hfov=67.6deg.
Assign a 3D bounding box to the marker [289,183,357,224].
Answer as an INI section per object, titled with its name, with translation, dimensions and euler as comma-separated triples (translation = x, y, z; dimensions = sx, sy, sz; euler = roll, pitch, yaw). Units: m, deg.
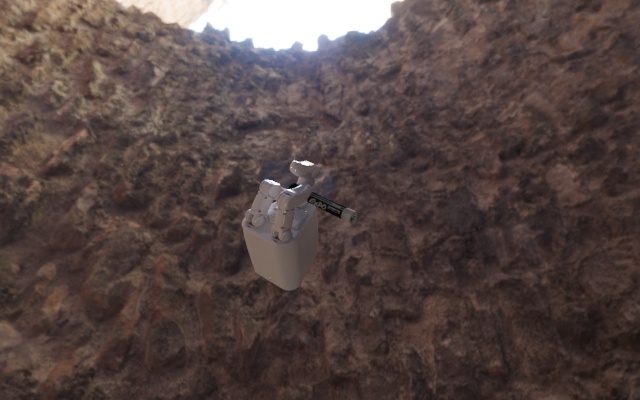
[marker]
translation = 0.000, 0.002, 0.701
dimensions = 0.121, 0.020, 0.020
euler = 26, 14, 32
